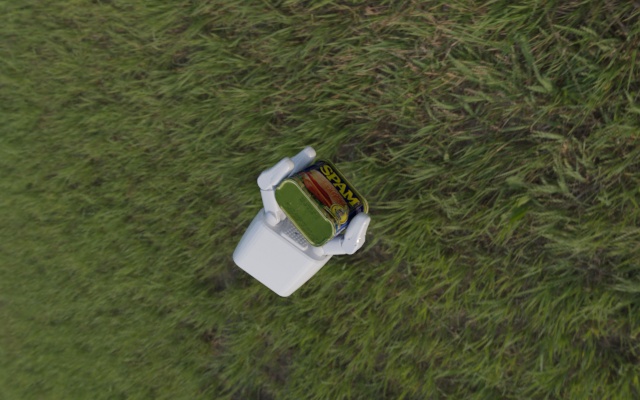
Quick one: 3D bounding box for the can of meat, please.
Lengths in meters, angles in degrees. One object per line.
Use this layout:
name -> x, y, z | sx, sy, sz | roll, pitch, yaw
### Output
can of meat -> 0.000, 0.002, 0.628 | 0.084, 0.102, 0.057 | -32, -11, -49
